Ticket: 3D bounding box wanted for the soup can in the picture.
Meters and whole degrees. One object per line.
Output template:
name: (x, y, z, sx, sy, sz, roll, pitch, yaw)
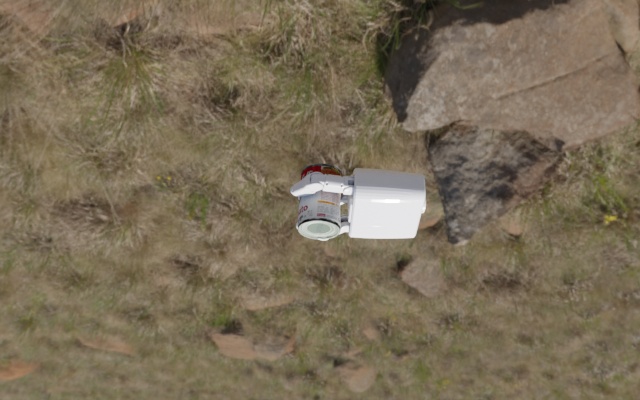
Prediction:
soup can: (0.000, 0.003, 0.752, 0.068, 0.102, 0.068, 2, -30, 1)
